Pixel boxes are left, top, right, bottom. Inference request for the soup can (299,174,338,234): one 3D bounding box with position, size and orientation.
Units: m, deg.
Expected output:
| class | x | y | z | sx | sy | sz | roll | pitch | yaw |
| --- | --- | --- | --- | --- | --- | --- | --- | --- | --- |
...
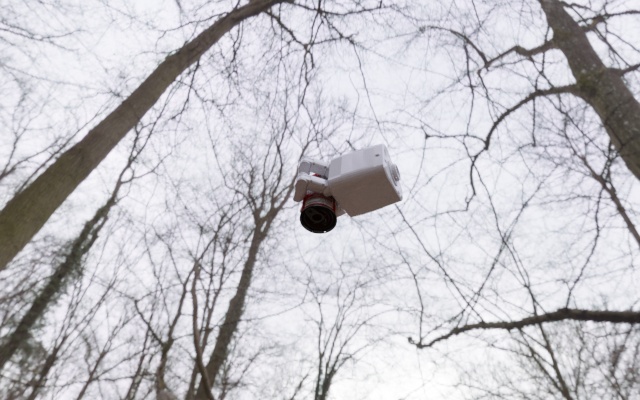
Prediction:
| class | x | y | z | sx | sy | sz | roll | pitch | yaw |
| --- | --- | --- | --- | --- | --- | --- | --- | --- | --- |
| soup can | 0.000 | 0.003 | 0.887 | 0.068 | 0.069 | 0.102 | 0 | 39 | 6 |
